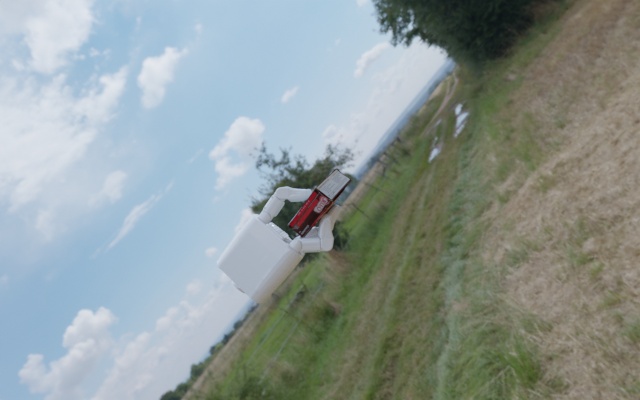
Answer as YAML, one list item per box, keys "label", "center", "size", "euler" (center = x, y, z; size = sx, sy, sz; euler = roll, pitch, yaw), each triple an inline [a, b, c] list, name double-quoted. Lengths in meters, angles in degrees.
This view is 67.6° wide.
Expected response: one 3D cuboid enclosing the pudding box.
- label: "pudding box"
  center: [0.000, 0.003, 0.802]
  size: [0.039, 0.090, 0.113]
  euler: [39, 29, 1]
